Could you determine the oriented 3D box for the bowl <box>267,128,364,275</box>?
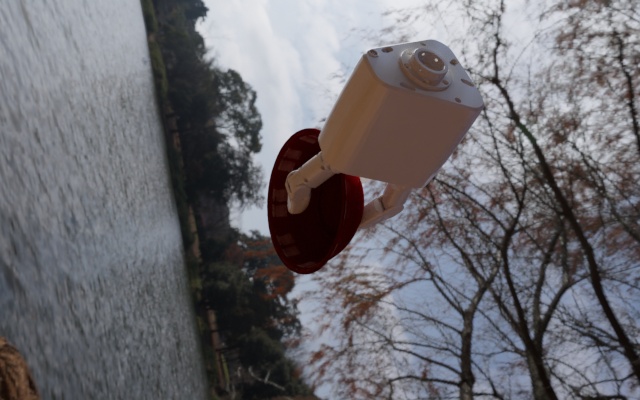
[{"bbox_3d":[0.000,0.002,0.542,0.055,0.162,0.162,3,-2,-35],"label":"bowl"}]
